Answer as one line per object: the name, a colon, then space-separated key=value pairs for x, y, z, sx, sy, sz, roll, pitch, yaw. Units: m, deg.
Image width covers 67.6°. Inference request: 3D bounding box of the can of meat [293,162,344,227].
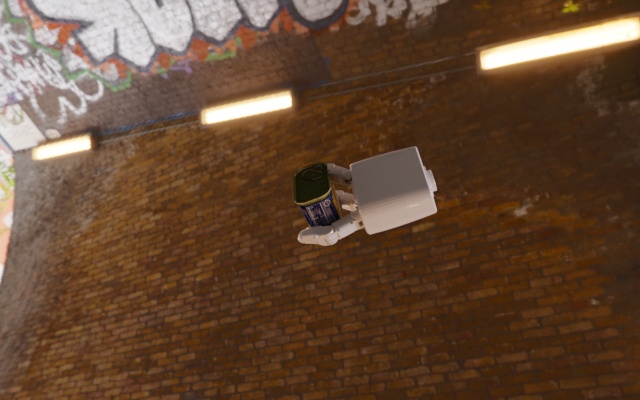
can of meat: x=0.000 y=0.003 z=0.744 sx=0.057 sy=0.084 sz=0.102 roll=-20 pitch=33 yaw=8
